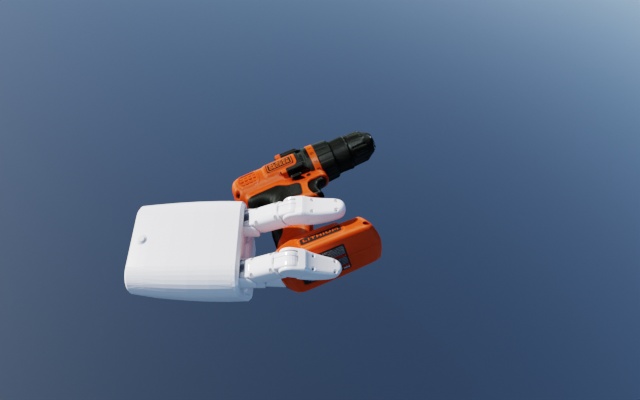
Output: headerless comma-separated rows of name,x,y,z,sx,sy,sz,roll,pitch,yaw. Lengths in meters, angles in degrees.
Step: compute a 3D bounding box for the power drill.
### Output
power drill,0.000,0.002,0.534,0.184,0.057,0.187,-25,38,-1
